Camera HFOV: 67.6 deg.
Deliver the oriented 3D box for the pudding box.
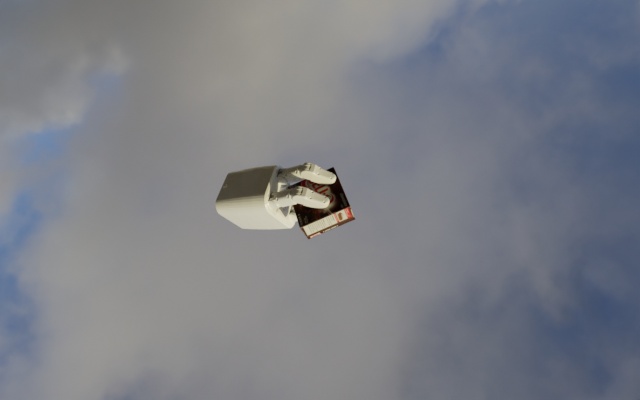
[{"bbox_3d":[0.000,0.003,0.812,0.090,0.113,0.039,-24,-46,3],"label":"pudding box"}]
